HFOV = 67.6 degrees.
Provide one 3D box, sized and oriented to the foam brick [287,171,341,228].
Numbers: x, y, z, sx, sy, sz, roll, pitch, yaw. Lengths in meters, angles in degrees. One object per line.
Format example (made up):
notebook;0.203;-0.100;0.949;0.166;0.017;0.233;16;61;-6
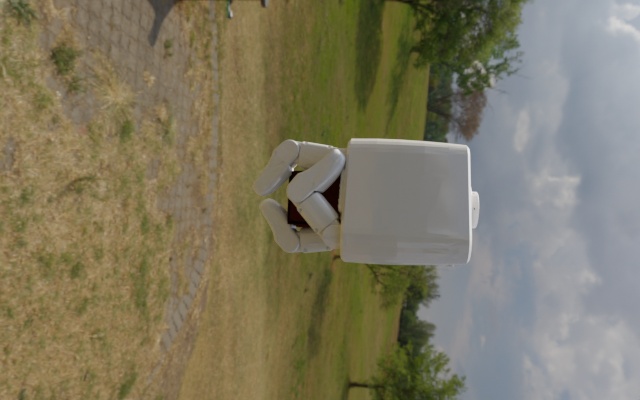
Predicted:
foam brick;0.000;0.001;0.481;0.051;0.053;0.078;2;-5;8
